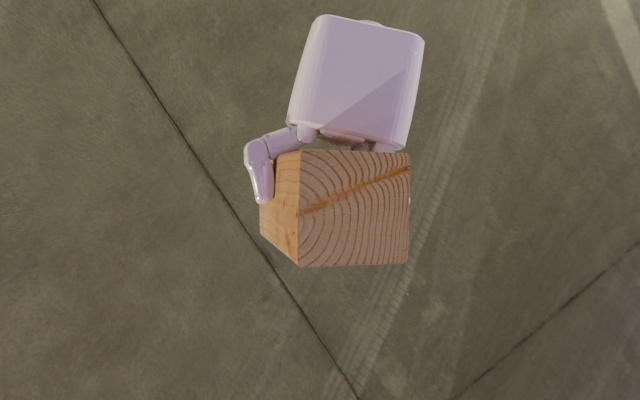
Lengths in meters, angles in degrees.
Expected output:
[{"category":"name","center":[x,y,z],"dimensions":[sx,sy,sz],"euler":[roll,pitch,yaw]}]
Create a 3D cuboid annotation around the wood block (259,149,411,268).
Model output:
[{"category":"wood block","center":[0.000,0.001,0.462],"dimensions":[0.091,0.090,0.206],"euler":[1,3,-15]}]
